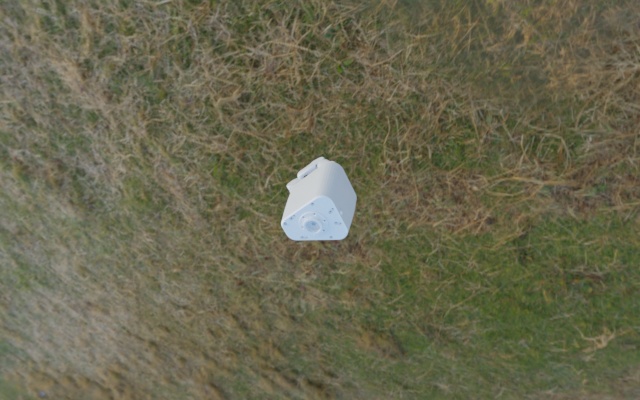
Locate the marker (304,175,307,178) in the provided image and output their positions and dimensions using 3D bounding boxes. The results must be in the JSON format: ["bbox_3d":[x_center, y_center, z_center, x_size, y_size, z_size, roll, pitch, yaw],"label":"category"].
[{"bbox_3d":[0.000,0.003,0.893,0.020,0.121,0.020,-23,27,13],"label":"marker"}]
